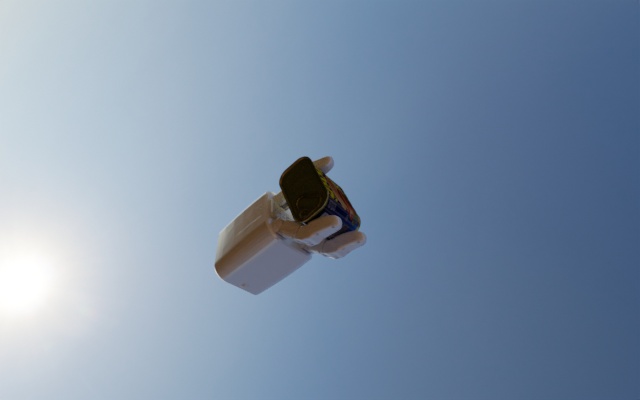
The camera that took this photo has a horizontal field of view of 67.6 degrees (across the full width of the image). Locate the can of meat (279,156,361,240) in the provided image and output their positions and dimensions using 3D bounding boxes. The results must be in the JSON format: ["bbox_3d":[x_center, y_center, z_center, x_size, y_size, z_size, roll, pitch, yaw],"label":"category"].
[{"bbox_3d":[0.000,0.002,0.644,0.057,0.102,0.084,-40,-46,13],"label":"can of meat"}]
